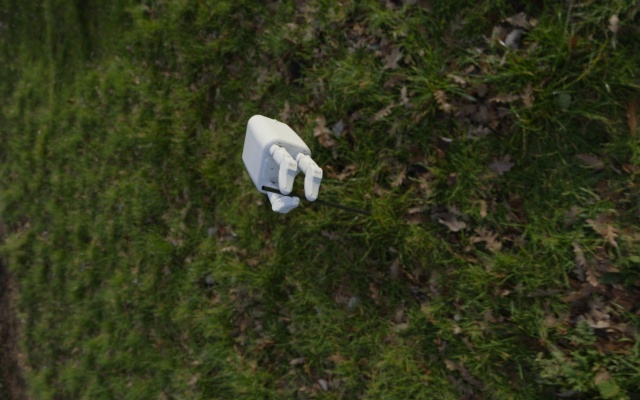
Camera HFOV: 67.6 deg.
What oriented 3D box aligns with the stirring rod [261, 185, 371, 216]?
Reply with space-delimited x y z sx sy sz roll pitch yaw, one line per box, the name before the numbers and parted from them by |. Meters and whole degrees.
stirring rod | 0.000 0.003 0.840 0.239 0.011 0.011 14 -9 -37
